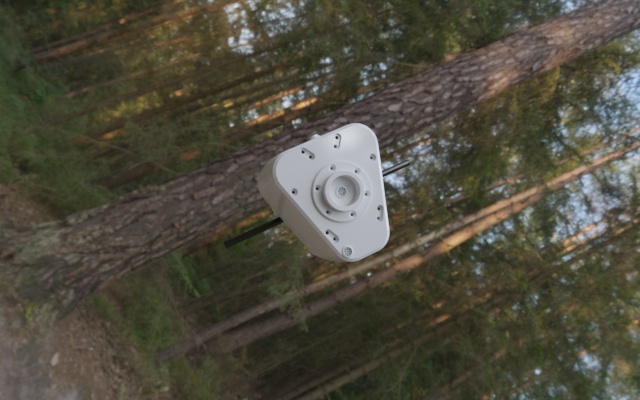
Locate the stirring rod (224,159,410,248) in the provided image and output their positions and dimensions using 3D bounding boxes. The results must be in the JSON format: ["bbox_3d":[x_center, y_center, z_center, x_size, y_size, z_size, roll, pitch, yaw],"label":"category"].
[{"bbox_3d":[0.000,0.002,0.559,0.239,0.011,0.011,-24,5,-12],"label":"stirring rod"}]
